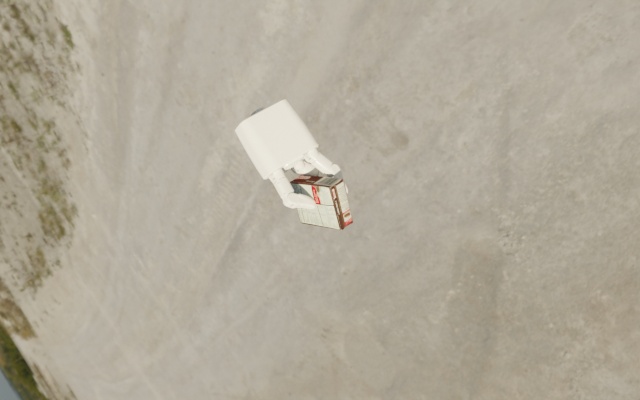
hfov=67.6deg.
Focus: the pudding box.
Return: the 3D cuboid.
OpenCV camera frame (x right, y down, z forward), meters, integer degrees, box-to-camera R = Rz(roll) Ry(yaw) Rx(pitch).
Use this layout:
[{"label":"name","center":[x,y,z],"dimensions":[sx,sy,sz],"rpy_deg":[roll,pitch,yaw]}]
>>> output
[{"label":"pudding box","center":[0.000,0.003,0.886],"dimensions":[0.113,0.090,0.039],"rpy_deg":[9,32,46]}]
